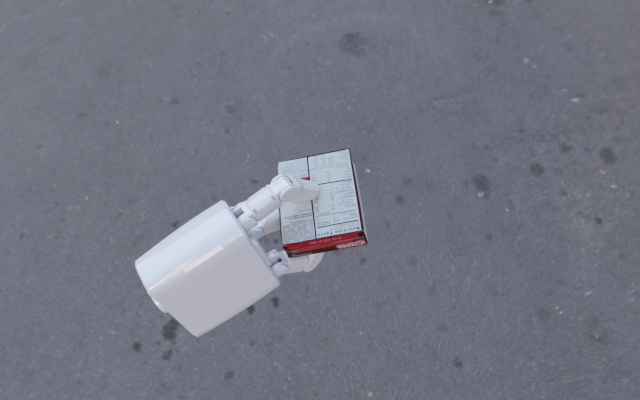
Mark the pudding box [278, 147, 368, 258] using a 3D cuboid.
[{"bbox_3d":[0.000,0.002,0.531,0.090,0.113,0.039,-10,-29,6],"label":"pudding box"}]
